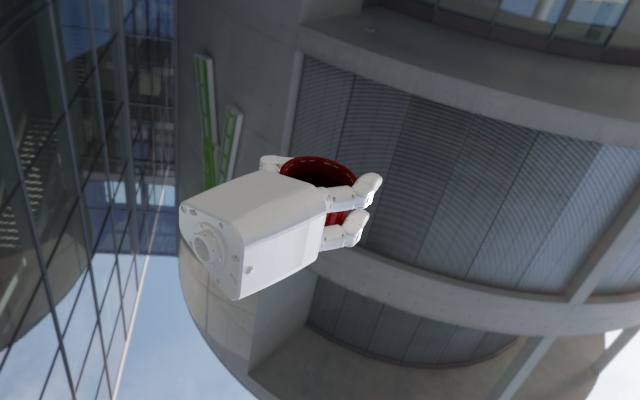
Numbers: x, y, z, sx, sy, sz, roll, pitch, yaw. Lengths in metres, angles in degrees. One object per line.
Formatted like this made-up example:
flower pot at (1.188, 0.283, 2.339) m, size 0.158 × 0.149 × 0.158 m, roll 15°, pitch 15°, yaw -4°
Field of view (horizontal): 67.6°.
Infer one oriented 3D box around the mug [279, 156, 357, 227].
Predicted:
mug at (0.001, 0.002, 0.580) m, size 0.117 × 0.082 × 0.093 m, roll -23°, pitch 49°, yaw -40°
